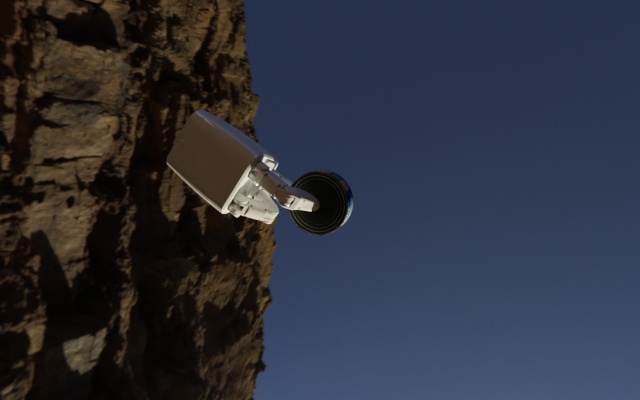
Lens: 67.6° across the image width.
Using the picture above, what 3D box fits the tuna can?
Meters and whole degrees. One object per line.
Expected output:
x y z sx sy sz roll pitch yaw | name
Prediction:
0.000 0.002 0.643 0.086 0.086 0.033 0 9 19 | tuna can
